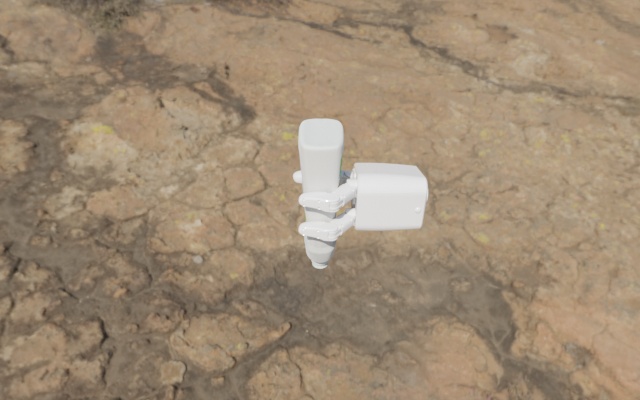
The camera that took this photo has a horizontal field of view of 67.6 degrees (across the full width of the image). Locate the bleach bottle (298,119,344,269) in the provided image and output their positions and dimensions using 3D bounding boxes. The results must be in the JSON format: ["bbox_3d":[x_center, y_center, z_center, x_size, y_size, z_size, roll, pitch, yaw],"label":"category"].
[{"bbox_3d":[0.000,0.003,0.774,0.068,0.251,0.102,1,35,0],"label":"bleach bottle"}]
